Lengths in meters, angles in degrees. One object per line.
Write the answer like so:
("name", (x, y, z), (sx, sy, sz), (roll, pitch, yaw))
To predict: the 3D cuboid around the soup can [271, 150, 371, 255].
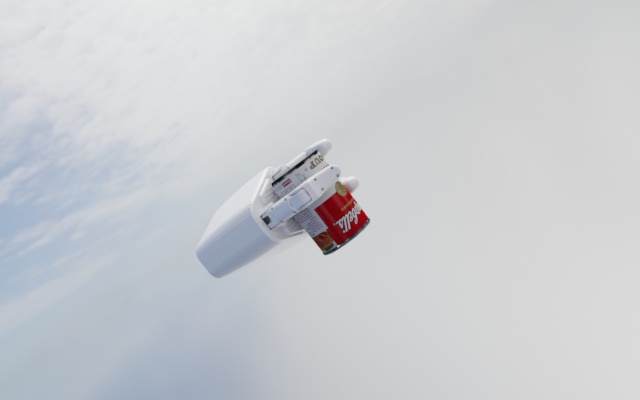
("soup can", (0.000, 0.001, 0.545), (0.068, 0.102, 0.068), (-37, 5, 4))
